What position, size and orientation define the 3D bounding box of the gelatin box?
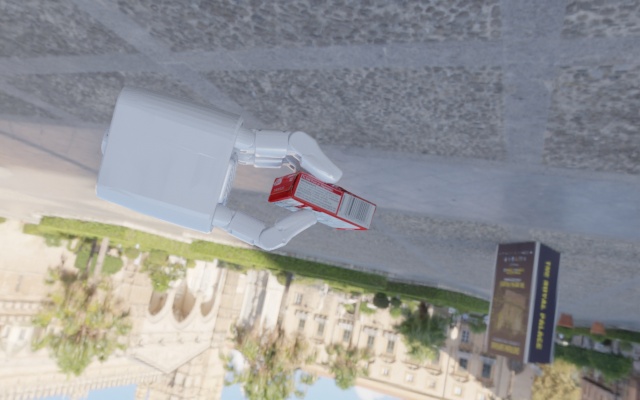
[{"bbox_3d":[0.000,0.002,0.480,0.089,0.030,0.073,24,-11,-19],"label":"gelatin box"}]
